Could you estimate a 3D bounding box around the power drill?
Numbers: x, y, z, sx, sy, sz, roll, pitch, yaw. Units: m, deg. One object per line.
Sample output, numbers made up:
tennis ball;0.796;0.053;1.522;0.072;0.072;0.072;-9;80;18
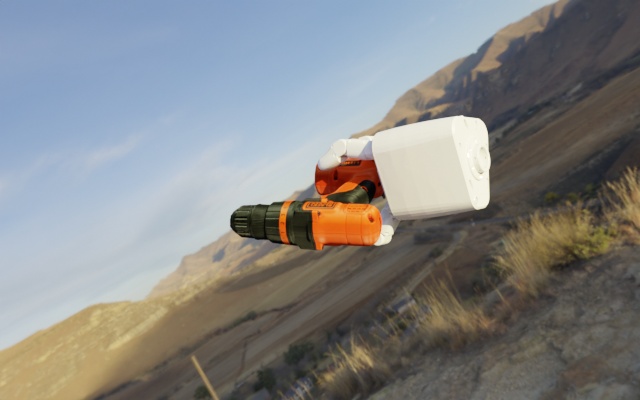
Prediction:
power drill;0.000;0.002;0.613;0.184;0.057;0.187;3;25;19
